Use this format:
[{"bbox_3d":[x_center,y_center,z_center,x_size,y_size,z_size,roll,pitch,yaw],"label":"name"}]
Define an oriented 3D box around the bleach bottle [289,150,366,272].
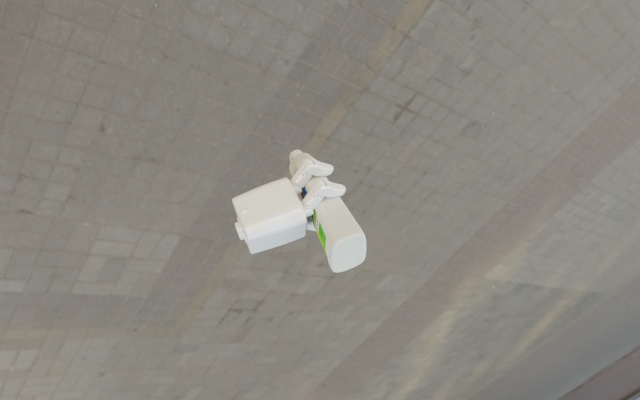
[{"bbox_3d":[0.000,0.003,0.874,0.068,0.250,0.103,-20,-38,-12],"label":"bleach bottle"}]
